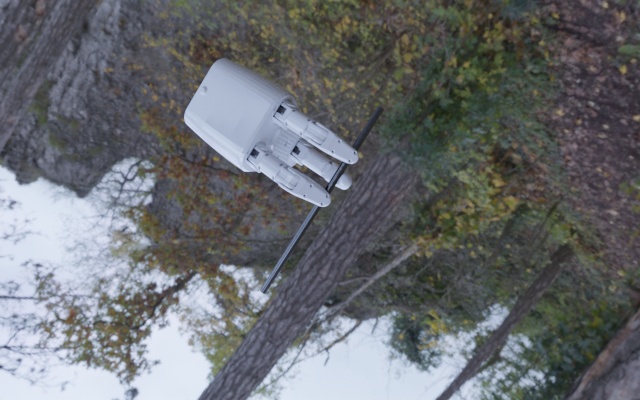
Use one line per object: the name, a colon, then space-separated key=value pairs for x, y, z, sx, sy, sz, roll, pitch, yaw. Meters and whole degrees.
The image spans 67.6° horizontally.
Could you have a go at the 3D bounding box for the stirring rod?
stirring rod: x=0.000 y=0.002 z=0.522 sx=0.011 sy=0.239 sz=0.011 roll=32 pitch=6 yaw=-4
